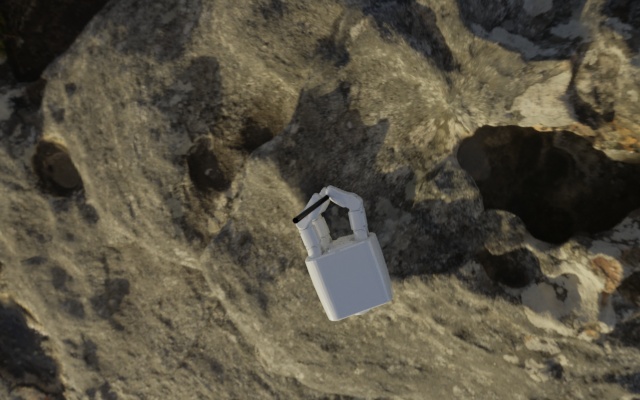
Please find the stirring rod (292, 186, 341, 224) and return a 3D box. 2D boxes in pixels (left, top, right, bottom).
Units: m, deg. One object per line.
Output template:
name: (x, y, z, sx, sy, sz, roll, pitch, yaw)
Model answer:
stirring rod: (0.000, 0.002, 0.702, 0.011, 0.011, 0.239, 0, 11, 15)
